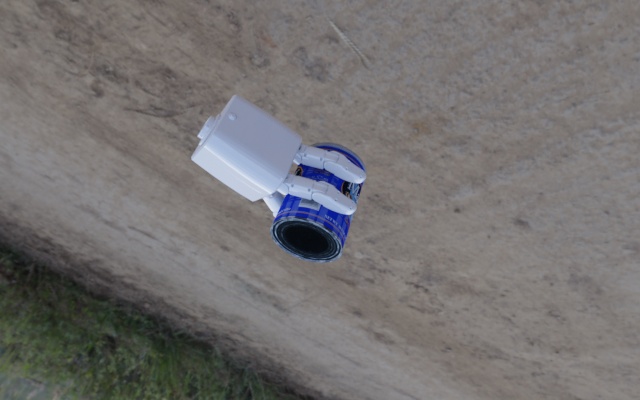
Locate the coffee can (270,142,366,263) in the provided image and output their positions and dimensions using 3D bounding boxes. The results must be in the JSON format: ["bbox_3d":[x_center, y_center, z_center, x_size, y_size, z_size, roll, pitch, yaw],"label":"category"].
[{"bbox_3d":[0.000,0.002,0.681,0.103,0.140,0.103,13,-36,10],"label":"coffee can"}]
